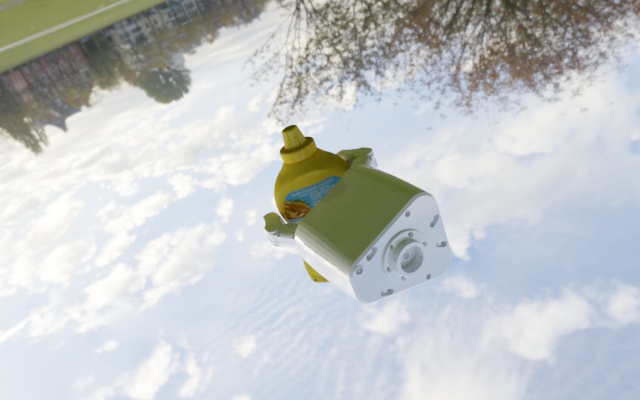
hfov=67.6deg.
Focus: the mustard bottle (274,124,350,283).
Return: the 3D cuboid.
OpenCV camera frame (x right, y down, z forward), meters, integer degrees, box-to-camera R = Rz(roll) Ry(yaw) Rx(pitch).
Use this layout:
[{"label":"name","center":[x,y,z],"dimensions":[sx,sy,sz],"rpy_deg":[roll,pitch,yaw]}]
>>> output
[{"label":"mustard bottle","center":[0.000,0.002,0.551],"dimensions":[0.096,0.192,0.058],"rpy_deg":[-21,27,5]}]
